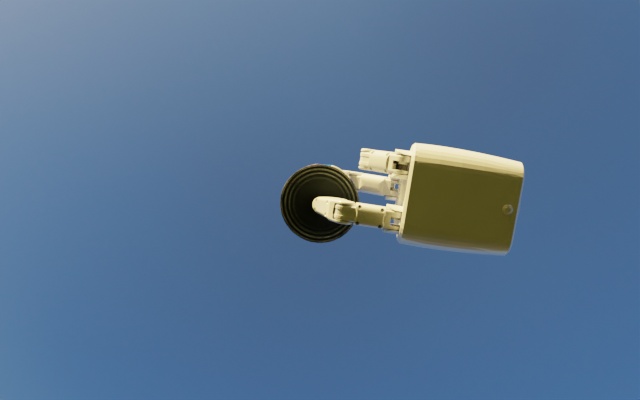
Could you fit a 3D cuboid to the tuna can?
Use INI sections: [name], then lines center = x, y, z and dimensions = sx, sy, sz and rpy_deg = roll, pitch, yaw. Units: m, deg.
[tuna can]
center = 0.000, 0.002, 0.530
dimensions = 0.086, 0.086, 0.033
rpy_deg = 0, 8, 4
